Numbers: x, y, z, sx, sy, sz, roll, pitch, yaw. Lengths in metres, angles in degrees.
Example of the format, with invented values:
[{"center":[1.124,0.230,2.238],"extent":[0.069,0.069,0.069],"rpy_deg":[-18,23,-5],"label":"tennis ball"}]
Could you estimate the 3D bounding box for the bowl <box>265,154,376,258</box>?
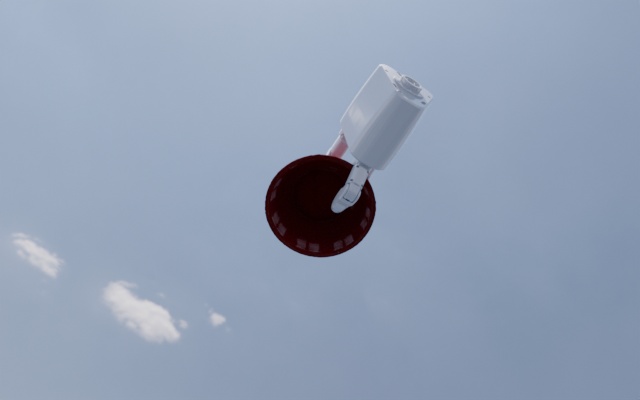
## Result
[{"center":[-0.001,0.003,0.716],"extent":[0.162,0.162,0.055],"rpy_deg":[0,21,1],"label":"bowl"}]
